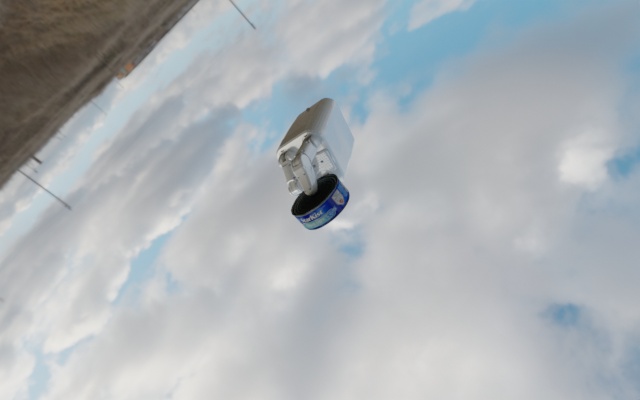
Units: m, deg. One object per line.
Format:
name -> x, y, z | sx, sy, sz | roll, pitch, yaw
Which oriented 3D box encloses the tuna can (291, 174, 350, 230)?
tuna can -> 0.000, 0.003, 0.697 | 0.034, 0.086, 0.086 | 49, -24, -22
